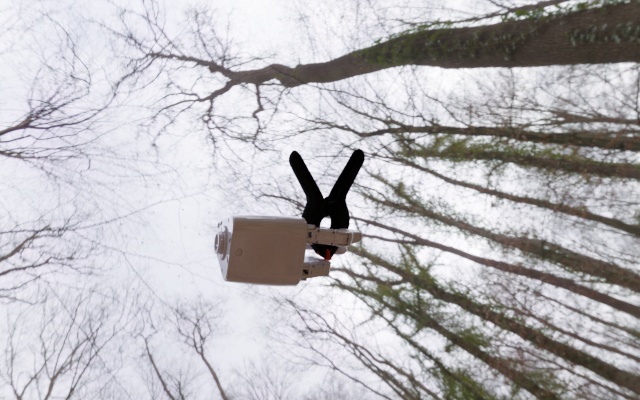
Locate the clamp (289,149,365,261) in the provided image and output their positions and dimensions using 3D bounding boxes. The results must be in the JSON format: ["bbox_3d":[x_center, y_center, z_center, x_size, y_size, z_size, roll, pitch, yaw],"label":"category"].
[{"bbox_3d":[0.000,0.002,0.700,0.120,0.171,0.039,6,7,-23],"label":"clamp"}]
